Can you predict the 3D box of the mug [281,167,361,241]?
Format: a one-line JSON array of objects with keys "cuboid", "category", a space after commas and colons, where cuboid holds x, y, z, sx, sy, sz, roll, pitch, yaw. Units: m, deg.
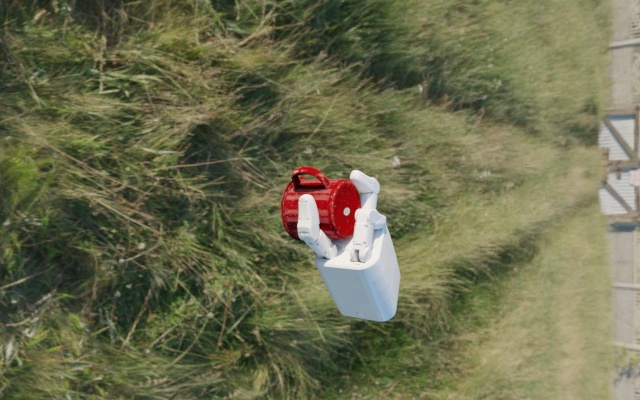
[{"cuboid": [0.000, 0.001, 0.664, 0.081, 0.117, 0.093, 0, 37, 35], "category": "mug"}]
